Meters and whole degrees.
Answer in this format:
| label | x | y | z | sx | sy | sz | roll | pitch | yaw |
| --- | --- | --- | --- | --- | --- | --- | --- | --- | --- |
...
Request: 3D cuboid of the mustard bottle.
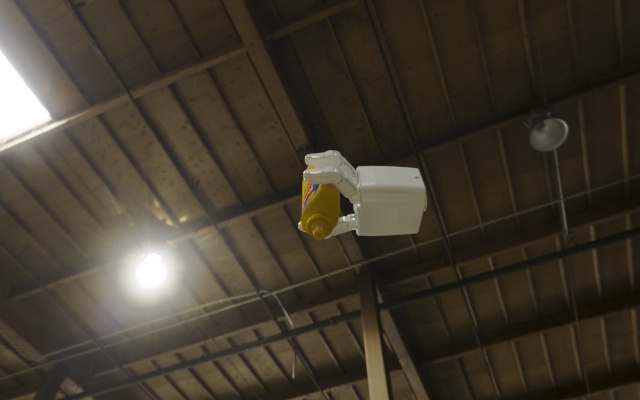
| label | x | y | z | sx | sy | sz | roll | pitch | yaw |
| --- | --- | --- | --- | --- | --- | --- | --- | --- | --- |
| mustard bottle | 0.000 | 0.002 | 0.794 | 0.058 | 0.096 | 0.191 | 21 | 30 | -13 |
